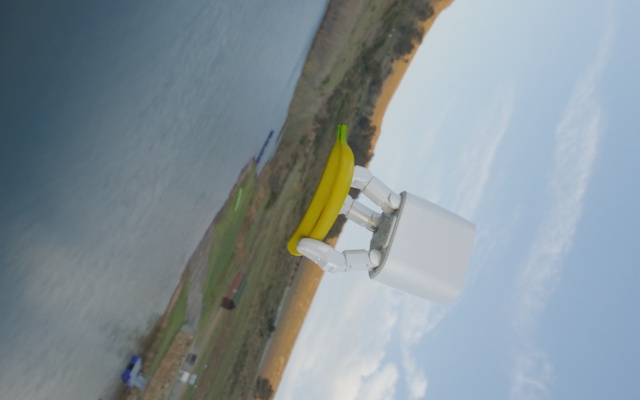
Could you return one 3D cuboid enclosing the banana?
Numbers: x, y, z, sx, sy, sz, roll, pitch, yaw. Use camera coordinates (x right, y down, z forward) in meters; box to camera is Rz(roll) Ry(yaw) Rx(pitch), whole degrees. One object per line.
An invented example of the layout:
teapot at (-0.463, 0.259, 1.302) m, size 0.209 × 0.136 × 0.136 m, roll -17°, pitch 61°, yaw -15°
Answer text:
banana at (0.000, 0.009, 0.574) m, size 0.037 × 0.198 × 0.069 m, roll 20°, pitch 32°, yaw -9°
